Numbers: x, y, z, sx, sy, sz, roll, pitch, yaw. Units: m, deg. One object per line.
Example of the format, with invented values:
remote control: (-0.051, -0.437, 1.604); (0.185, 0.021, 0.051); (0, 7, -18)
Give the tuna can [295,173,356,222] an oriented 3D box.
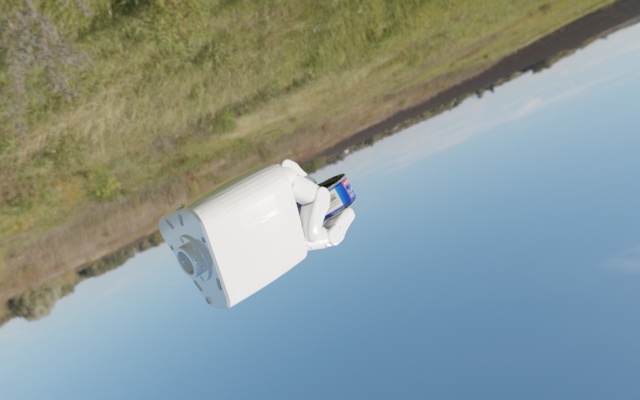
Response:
tuna can: (0.000, 0.002, 0.588); (0.086, 0.034, 0.086); (-29, 8, 4)
